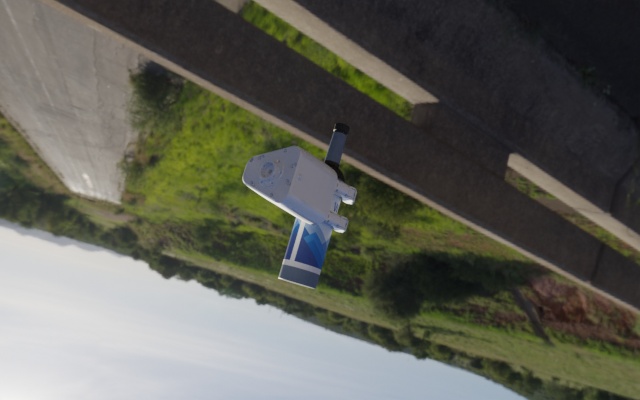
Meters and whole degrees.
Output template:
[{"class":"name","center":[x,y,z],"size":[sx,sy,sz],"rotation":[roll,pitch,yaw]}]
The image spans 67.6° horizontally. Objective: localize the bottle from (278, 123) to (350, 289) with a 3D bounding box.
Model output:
[{"class":"bottle","center":[0.000,0.003,0.839],"size":[0.069,0.295,0.069],"rotation":[15,-12,3]}]
